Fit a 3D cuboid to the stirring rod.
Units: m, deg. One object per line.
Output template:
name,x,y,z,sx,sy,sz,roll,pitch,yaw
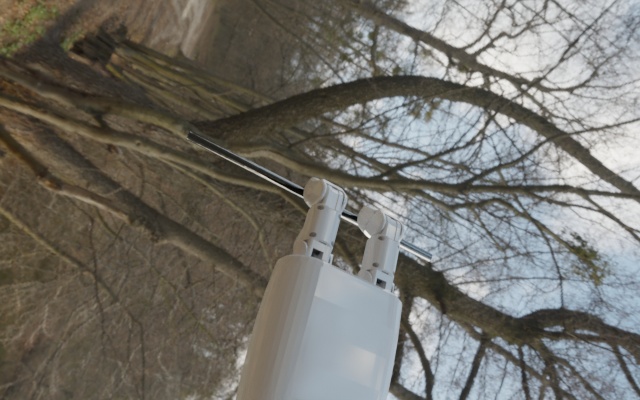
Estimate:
stirring rod,0.000,0.001,0.405,0.239,0.011,0.011,27,-9,-19
